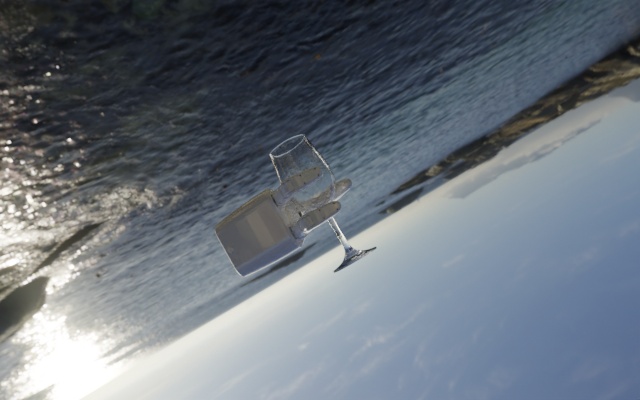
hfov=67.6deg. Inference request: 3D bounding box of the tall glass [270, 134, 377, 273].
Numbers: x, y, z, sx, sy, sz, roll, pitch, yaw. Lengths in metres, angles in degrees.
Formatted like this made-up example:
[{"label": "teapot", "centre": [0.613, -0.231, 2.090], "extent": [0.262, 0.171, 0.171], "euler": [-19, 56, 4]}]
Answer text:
[{"label": "tall glass", "centre": [0.001, 0.003, 0.708], "extent": [0.079, 0.201, 0.079], "euler": [-30, -6, -3]}]
